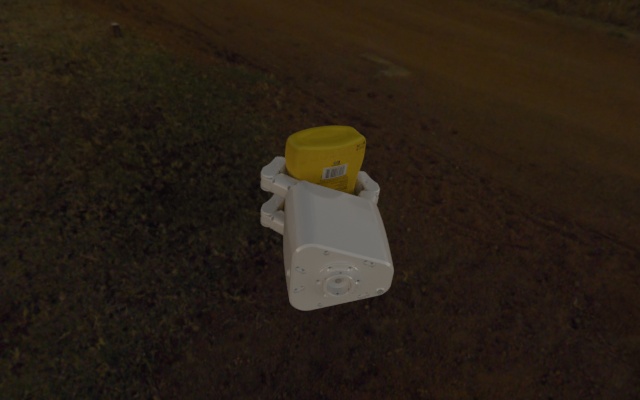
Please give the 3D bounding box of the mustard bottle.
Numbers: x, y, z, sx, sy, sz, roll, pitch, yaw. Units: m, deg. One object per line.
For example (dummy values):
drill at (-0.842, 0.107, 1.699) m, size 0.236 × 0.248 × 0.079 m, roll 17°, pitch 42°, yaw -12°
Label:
mustard bottle at (0.000, 0.002, 0.615) m, size 0.096 × 0.192 × 0.058 m, roll -14°, pitch 39°, yaw -26°
